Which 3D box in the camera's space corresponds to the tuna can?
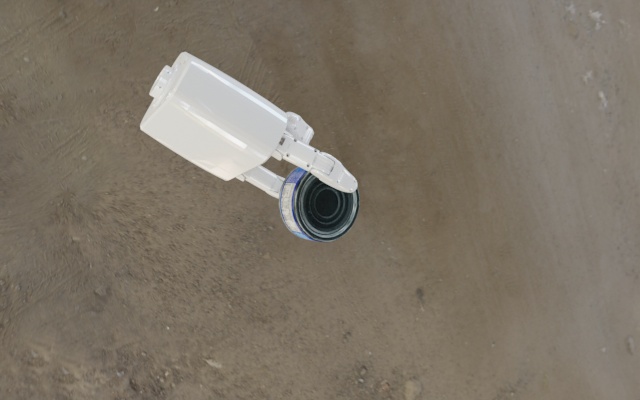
[{"bbox_3d":[0.000,0.002,0.515,0.086,0.086,0.034,0,3,-33],"label":"tuna can"}]
